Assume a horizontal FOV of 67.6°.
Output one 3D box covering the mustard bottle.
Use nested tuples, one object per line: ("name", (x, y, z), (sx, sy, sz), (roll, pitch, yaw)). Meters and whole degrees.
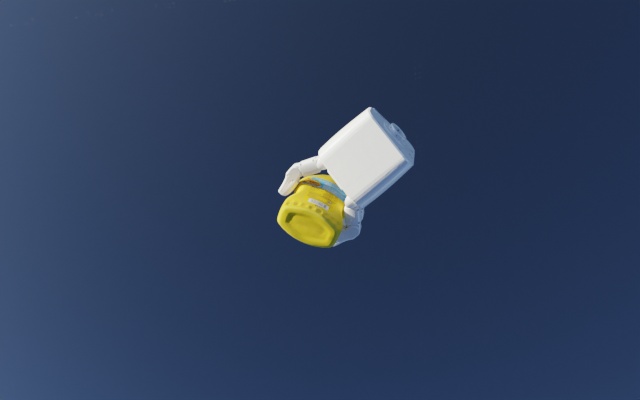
("mustard bottle", (0.000, 0.003, 0.784), (0.096, 0.058, 0.191), (24, 26, 2))
